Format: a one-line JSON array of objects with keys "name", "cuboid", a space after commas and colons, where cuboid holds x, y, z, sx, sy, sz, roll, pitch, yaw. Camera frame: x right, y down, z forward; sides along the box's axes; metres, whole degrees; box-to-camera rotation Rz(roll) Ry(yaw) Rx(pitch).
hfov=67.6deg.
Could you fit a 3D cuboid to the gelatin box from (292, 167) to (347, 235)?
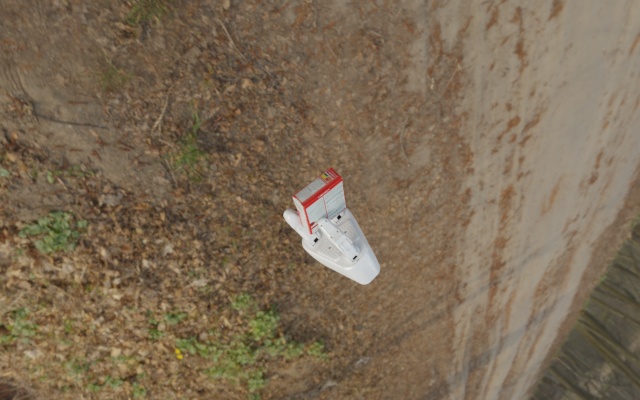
[{"name": "gelatin box", "cuboid": [0.000, 0.002, 0.714, 0.073, 0.030, 0.089, -37, -29, -15]}]
